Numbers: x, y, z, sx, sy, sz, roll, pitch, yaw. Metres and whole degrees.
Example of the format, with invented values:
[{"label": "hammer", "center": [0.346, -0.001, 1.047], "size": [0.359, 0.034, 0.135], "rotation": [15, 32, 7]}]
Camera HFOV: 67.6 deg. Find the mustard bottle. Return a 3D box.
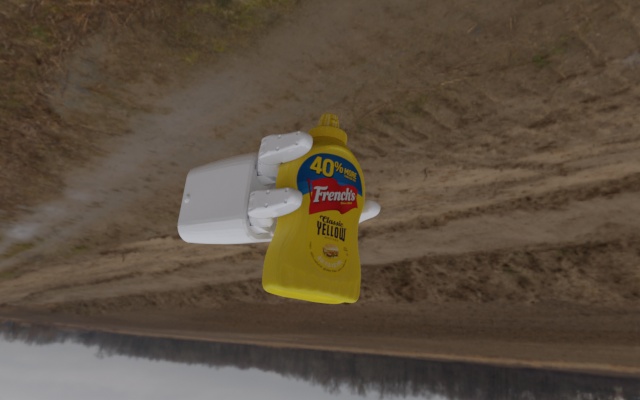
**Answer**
[{"label": "mustard bottle", "center": [0.000, 0.002, 0.478], "size": [0.096, 0.191, 0.058], "rotation": [16, -21, -29]}]
